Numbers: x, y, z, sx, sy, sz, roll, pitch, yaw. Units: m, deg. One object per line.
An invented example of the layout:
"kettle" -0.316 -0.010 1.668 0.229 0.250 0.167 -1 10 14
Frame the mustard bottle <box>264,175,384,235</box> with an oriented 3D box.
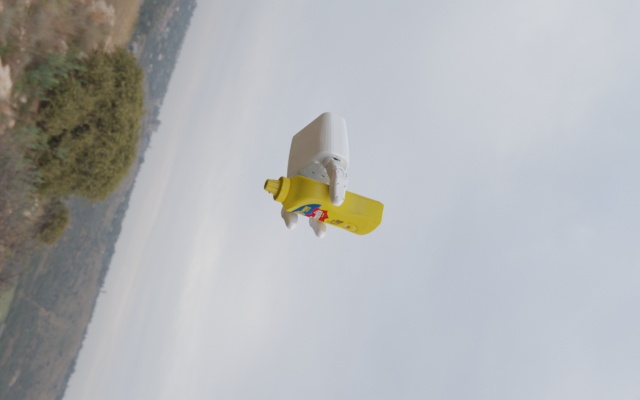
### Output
"mustard bottle" 0.000 0.003 0.773 0.191 0.058 0.096 19 -18 -20
